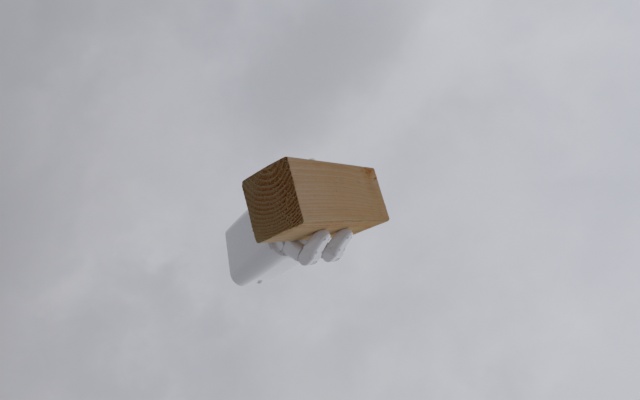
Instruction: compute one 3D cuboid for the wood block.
[{"bbox_3d":[0.000,0.002,0.687,0.090,0.090,0.206,-25,-16,35],"label":"wood block"}]
